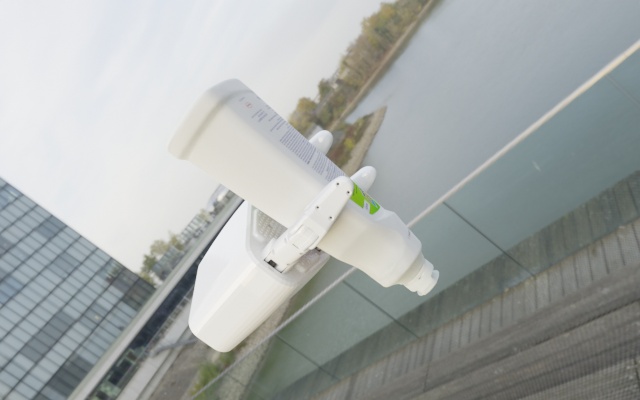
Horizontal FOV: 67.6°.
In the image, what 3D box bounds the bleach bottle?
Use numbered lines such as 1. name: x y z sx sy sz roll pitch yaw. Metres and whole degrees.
1. bleach bottle: 0.000 0.001 0.411 0.251 0.068 0.102 38 22 -8
